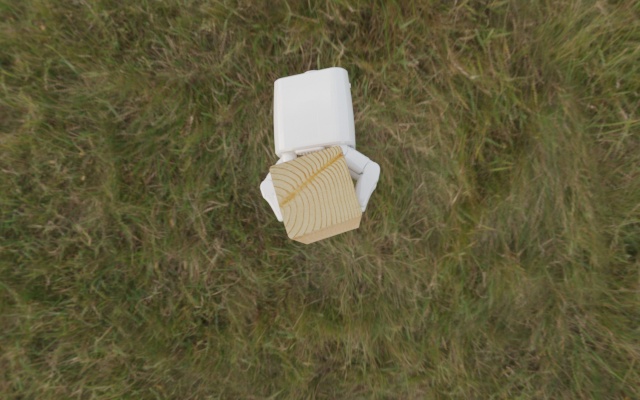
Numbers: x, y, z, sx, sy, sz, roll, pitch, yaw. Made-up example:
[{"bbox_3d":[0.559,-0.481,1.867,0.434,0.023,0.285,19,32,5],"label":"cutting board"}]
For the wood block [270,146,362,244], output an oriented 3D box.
[{"bbox_3d":[0.000,0.002,0.649,0.091,0.090,0.206,-17,-8,2],"label":"wood block"}]
